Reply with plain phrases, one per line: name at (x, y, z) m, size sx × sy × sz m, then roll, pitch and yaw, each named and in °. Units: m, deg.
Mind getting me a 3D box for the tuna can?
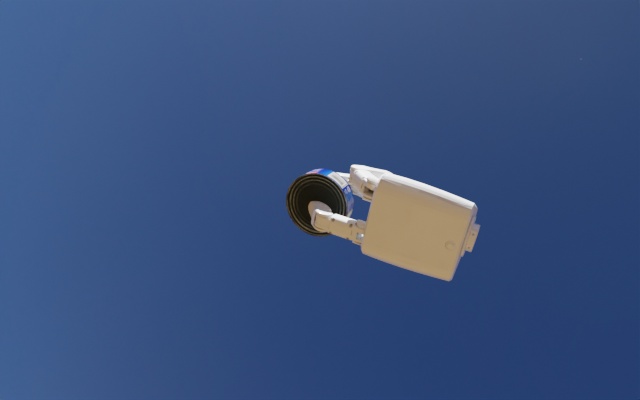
tuna can at (0.000, 0.002, 0.629) m, size 0.086 × 0.086 × 0.033 m, roll 0°, pitch 16°, yaw 23°
